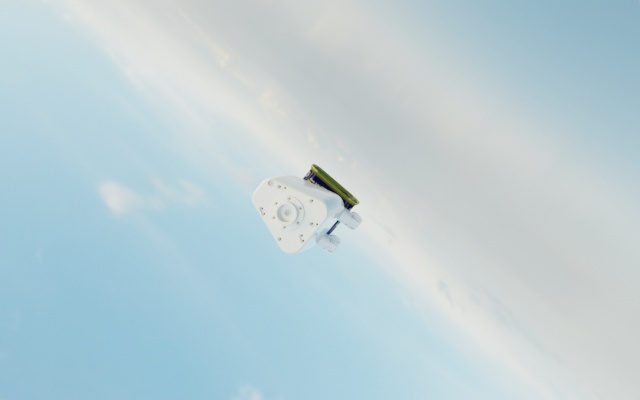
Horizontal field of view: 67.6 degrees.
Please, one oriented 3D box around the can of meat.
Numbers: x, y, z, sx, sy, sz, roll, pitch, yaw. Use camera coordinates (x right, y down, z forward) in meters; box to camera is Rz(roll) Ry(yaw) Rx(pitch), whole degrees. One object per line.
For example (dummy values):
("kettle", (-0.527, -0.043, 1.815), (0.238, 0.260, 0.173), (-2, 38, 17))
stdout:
("can of meat", (0.000, 0.003, 0.808), (0.102, 0.084, 0.057), (41, 10, 4))
